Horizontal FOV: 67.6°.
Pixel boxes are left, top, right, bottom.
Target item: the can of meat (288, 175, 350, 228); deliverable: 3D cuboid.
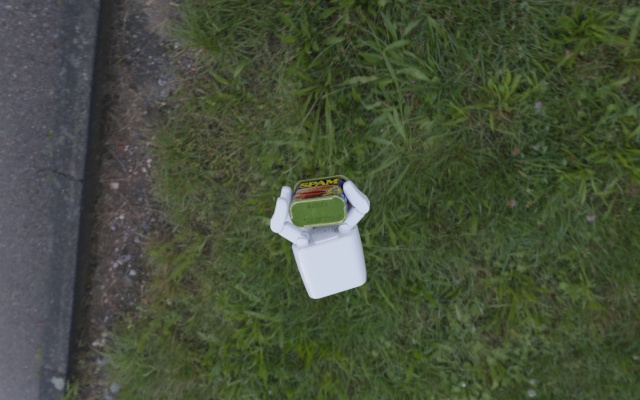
[{"bbox_3d":[0.000,0.003,0.814,0.102,0.057,0.084,-7,24,11],"label":"can of meat"}]
